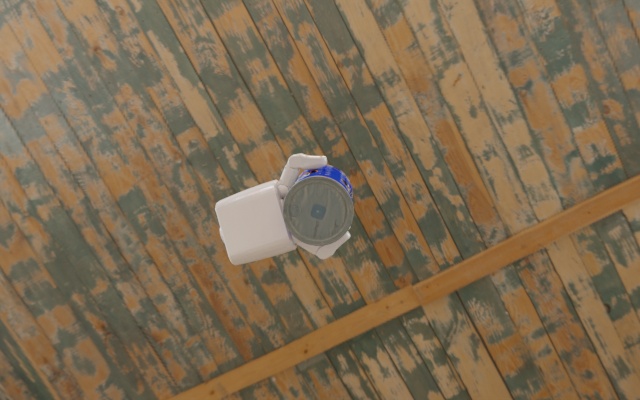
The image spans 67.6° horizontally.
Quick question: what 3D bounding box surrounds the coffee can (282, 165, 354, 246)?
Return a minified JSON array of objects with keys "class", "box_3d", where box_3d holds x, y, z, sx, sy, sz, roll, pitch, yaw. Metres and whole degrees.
[{"class":"coffee can","box_3d":[0.000,0.002,0.751,0.103,0.103,0.140,0,11,3]}]
